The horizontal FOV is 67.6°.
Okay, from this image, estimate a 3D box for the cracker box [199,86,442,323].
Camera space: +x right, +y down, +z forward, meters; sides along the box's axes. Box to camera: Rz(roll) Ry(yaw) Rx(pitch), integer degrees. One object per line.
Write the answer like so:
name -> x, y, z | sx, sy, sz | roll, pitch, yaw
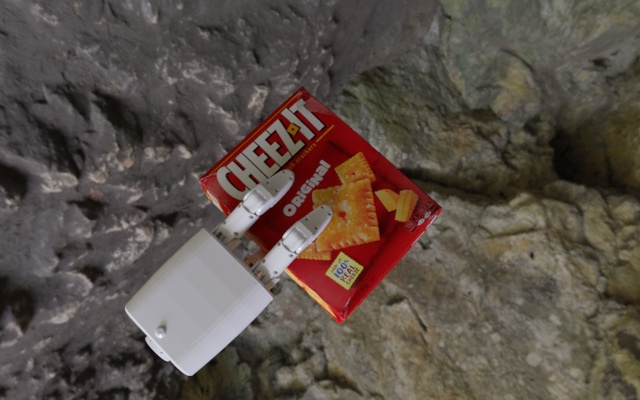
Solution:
cracker box -> 0.000, 0.002, 0.532 | 0.213, 0.164, 0.072 | 43, -15, 9
